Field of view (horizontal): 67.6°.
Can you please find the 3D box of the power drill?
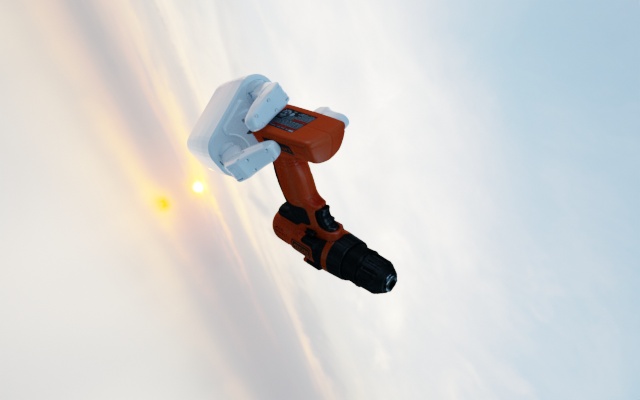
[{"bbox_3d":[0.000,0.001,0.509,0.057,0.188,0.184,-35,42,-31],"label":"power drill"}]
